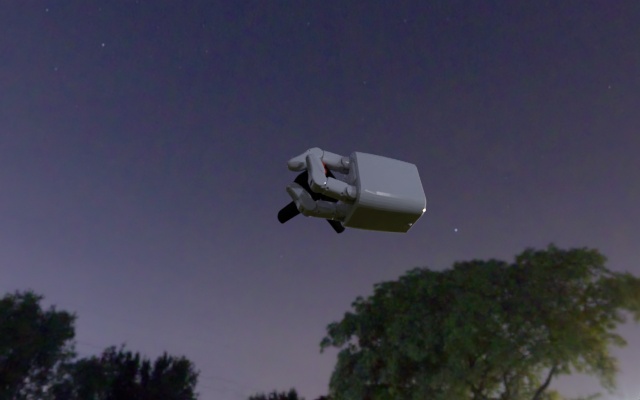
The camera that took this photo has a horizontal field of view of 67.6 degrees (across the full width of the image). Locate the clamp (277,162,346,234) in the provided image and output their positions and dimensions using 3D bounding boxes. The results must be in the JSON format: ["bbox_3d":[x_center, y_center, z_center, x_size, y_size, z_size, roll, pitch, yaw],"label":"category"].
[{"bbox_3d":[0.000,0.002,0.788,0.120,0.039,0.171,10,-31,-10],"label":"clamp"}]
